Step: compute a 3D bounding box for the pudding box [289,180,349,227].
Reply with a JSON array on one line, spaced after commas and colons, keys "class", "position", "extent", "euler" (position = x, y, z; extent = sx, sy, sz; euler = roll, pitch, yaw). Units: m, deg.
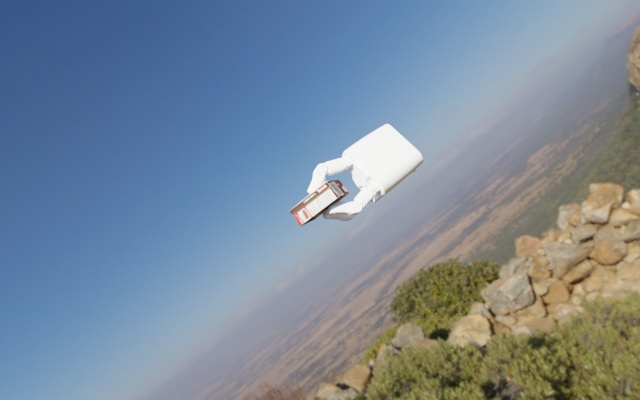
[{"class": "pudding box", "position": [0.000, 0.003, 0.873], "extent": [0.090, 0.039, 0.113], "euler": [-38, -6, 12]}]
